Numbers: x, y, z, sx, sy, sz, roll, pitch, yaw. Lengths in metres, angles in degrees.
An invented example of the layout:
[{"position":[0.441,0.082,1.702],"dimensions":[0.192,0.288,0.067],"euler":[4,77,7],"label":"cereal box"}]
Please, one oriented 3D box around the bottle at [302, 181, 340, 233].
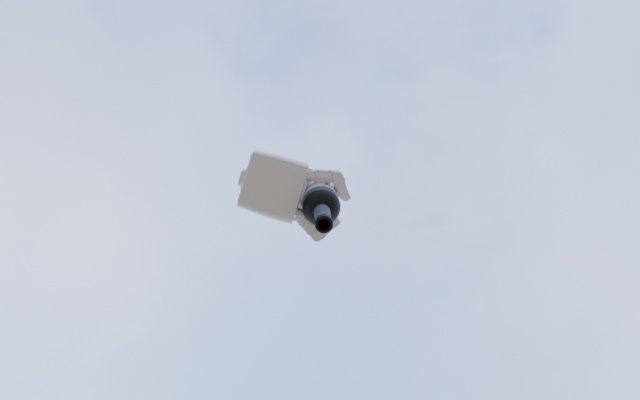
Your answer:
[{"position":[0.000,0.003,0.859],"dimensions":[0.069,0.069,0.295],"euler":[0,13,-2],"label":"bottle"}]
